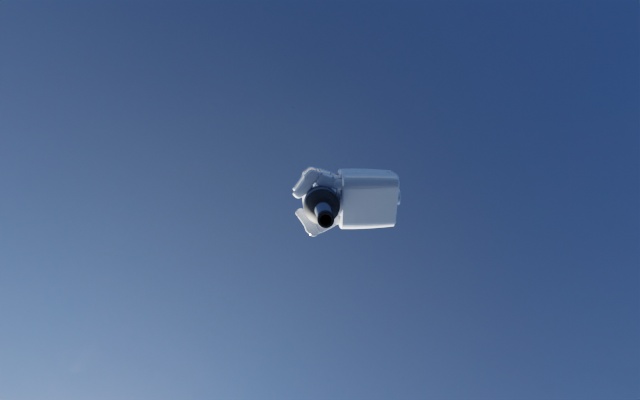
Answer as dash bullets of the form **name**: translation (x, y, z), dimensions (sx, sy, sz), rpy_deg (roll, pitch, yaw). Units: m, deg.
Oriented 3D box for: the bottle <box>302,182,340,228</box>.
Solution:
- **bottle**: translation (0.000, 0.003, 0.896), dimensions (0.069, 0.069, 0.295), rpy_deg (0, 11, -3)
